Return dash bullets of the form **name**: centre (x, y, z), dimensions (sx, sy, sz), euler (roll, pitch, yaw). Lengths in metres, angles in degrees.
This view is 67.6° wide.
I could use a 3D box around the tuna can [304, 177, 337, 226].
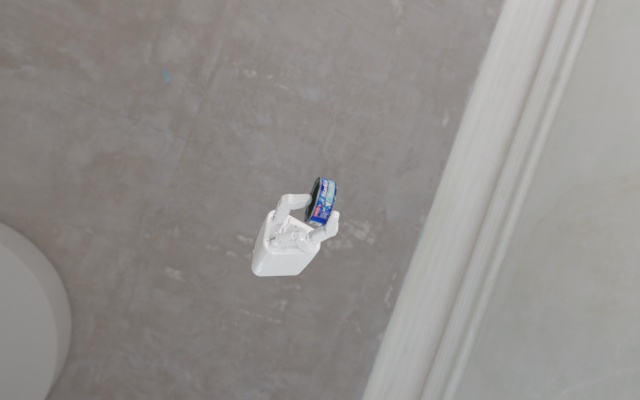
- **tuna can**: centre (0.001, 0.003, 0.858), dimensions (0.034, 0.086, 0.086), euler (17, -3, -10)
